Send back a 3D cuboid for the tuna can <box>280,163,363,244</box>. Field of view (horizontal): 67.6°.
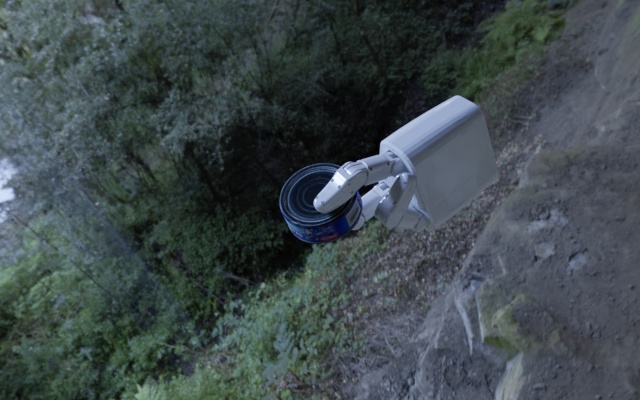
[{"bbox_3d":[0.000,0.001,0.512,0.086,0.086,0.034,0,-36,18],"label":"tuna can"}]
